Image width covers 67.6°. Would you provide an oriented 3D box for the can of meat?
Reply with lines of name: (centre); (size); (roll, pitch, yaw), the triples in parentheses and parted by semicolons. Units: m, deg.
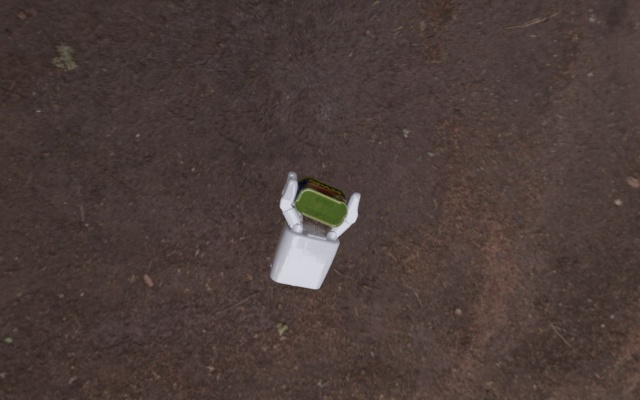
can of meat: (0.000, 0.003, 0.898); (0.102, 0.057, 0.084); (23, 14, -8)
